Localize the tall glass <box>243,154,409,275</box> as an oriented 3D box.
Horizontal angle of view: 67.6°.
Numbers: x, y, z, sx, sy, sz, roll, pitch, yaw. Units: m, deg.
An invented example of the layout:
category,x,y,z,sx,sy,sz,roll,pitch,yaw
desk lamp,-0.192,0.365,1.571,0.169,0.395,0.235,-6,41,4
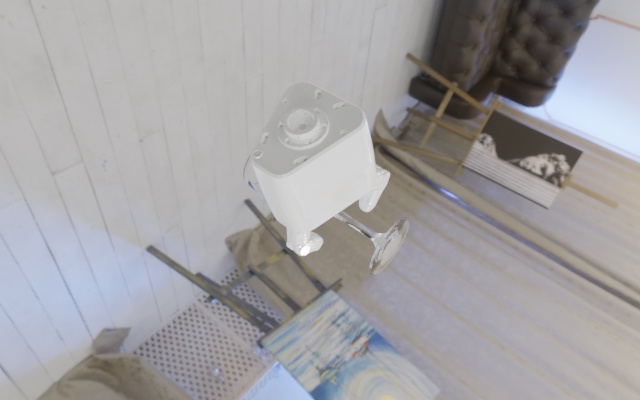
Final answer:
category,x,y,z,sx,sy,sz,roll,pitch,yaw
tall glass,0.001,0.002,0.563,0.201,0.079,0.079,32,15,25
